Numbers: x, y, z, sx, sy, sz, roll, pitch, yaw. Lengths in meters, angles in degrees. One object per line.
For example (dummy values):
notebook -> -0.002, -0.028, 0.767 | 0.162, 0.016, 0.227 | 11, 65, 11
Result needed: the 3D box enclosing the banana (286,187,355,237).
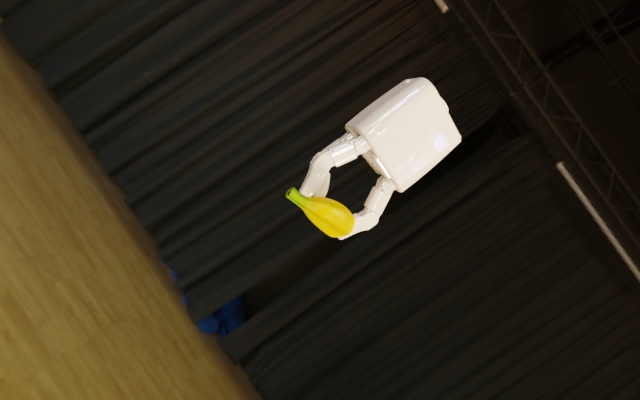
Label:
banana -> 0.012, 0.015, 0.571 | 0.037, 0.069, 0.198 | -43, -10, 2
